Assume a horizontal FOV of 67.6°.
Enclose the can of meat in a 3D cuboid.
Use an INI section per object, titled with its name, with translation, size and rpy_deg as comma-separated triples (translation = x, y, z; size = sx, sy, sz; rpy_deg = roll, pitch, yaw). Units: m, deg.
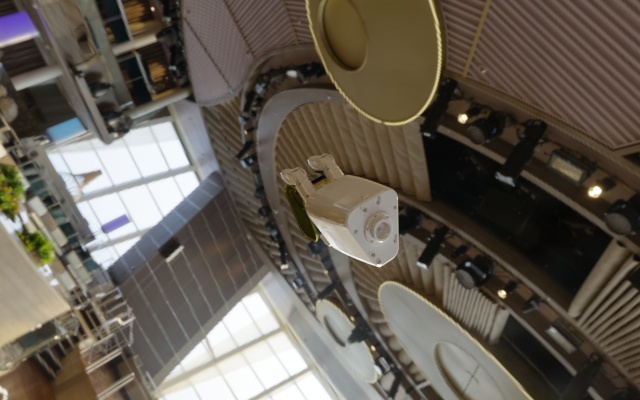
[can of meat]
translation = 0.000, 0.003, 0.787
size = 0.084, 0.102, 0.057
rpy_deg = -29, 21, -22
